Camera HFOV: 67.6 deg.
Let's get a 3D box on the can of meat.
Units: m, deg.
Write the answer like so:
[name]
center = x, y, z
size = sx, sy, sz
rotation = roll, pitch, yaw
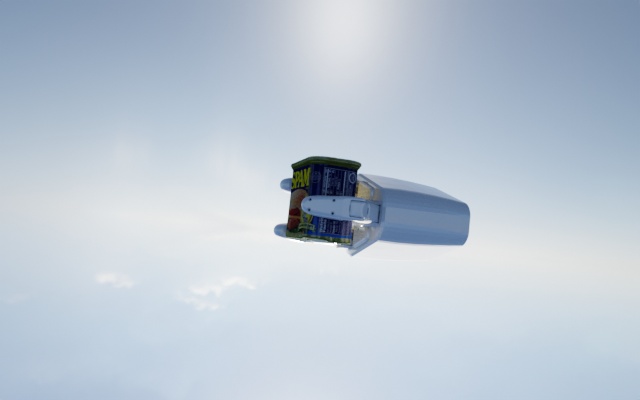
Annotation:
[can of meat]
center = 0.000, 0.002, 0.515
size = 0.057, 0.084, 0.102
rotation = 7, -4, -18
